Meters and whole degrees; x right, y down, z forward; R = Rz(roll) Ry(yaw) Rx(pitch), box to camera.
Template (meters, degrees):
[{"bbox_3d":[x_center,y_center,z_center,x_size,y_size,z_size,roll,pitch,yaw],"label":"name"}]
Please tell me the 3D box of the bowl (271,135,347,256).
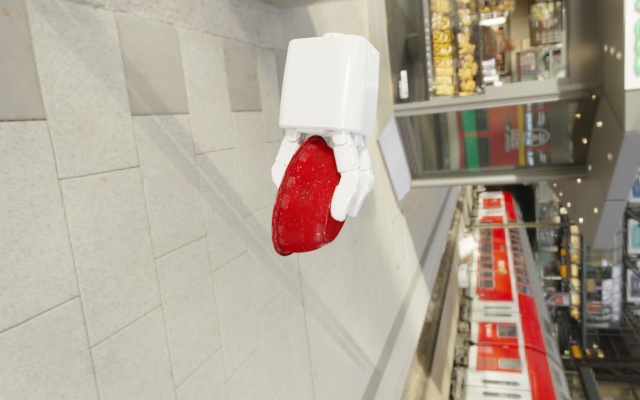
[{"bbox_3d":[0.000,0.003,0.604,0.055,0.162,0.162,18,6,18],"label":"bowl"}]
